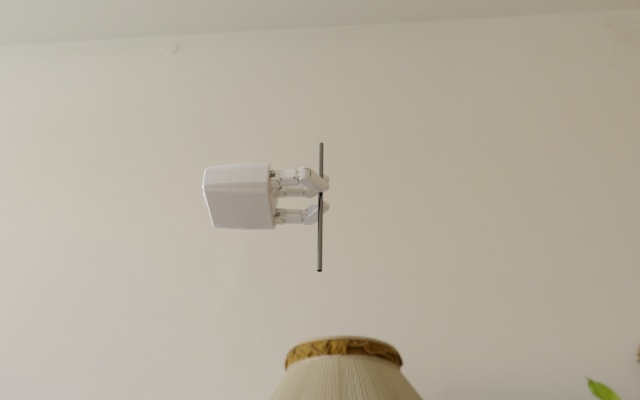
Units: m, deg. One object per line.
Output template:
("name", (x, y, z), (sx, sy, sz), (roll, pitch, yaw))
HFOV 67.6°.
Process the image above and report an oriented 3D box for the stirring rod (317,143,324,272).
("stirring rod", (0.000, 0.003, 0.767), (0.011, 0.239, 0.011), (1, -33, 0))
